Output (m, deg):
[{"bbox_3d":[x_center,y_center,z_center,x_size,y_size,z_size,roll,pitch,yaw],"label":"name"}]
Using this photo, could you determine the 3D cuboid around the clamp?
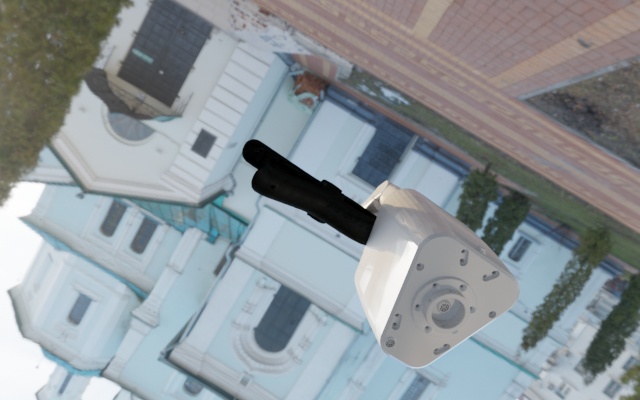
[{"bbox_3d":[0.000,0.002,0.445,0.171,0.039,0.120,29,16,-12],"label":"clamp"}]
